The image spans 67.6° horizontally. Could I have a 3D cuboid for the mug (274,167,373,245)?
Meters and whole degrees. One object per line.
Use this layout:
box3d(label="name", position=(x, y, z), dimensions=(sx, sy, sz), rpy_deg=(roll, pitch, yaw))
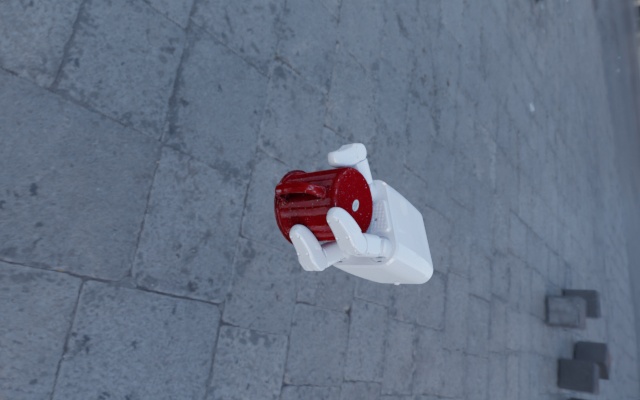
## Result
box3d(label="mug", position=(-0.001, 0.001, 0.541), dimensions=(0.081, 0.093, 0.117), rpy_deg=(-6, -24, 37))
